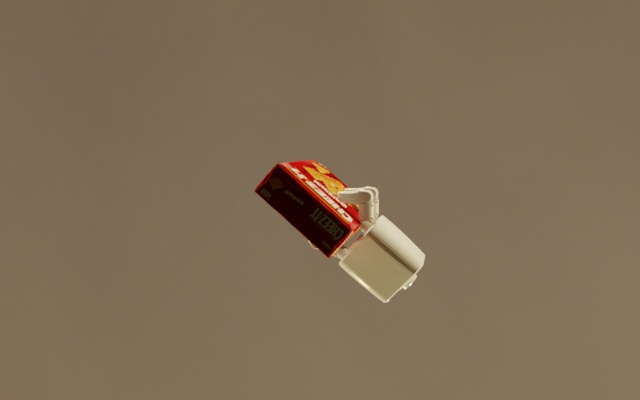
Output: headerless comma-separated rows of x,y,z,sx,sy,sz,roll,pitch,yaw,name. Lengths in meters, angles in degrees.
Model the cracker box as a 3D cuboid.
0.000,0.003,0.848,0.164,0.072,0.213,41,14,7,cracker box
